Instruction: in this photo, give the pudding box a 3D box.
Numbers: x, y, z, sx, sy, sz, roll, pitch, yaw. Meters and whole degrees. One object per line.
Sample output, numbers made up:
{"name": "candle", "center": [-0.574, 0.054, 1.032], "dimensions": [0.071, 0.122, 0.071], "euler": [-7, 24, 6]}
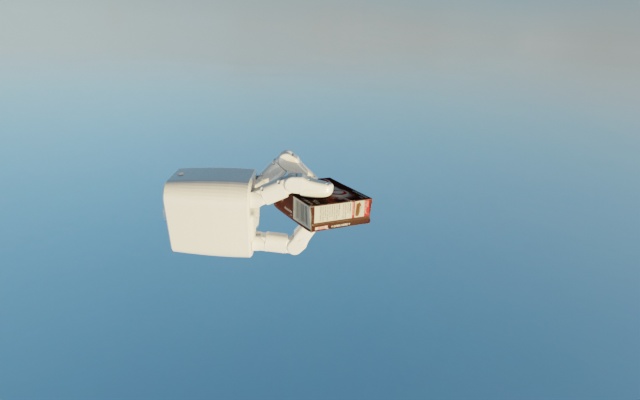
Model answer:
{"name": "pudding box", "center": [0.000, 0.002, 0.629], "dimensions": [0.090, 0.039, 0.113], "euler": [-8, 22, -28]}
